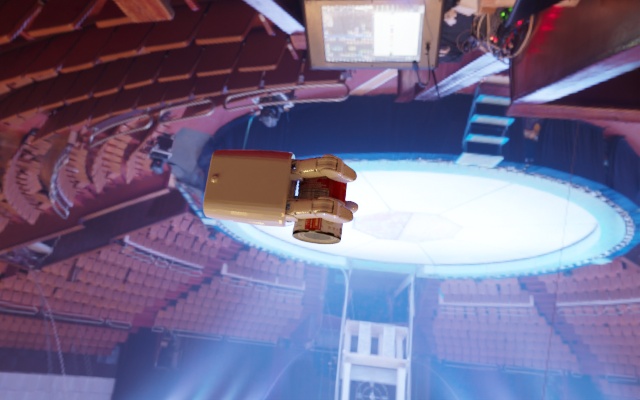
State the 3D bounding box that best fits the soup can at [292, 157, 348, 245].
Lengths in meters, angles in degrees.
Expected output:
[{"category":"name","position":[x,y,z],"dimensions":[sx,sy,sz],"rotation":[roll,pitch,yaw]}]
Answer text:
[{"category":"soup can","position":[0.001,0.002,0.636],"dimensions":[0.068,0.102,0.068],"rotation":[6,-17,2]}]
